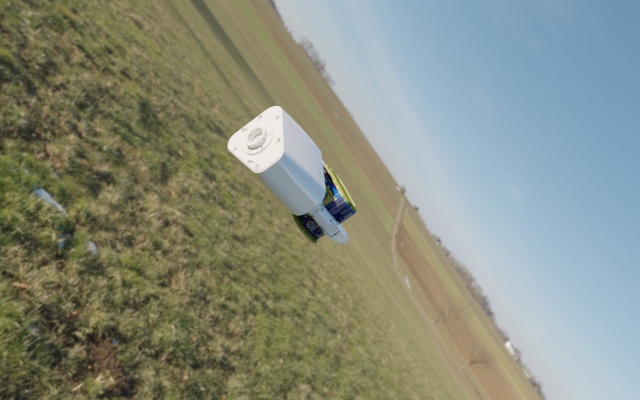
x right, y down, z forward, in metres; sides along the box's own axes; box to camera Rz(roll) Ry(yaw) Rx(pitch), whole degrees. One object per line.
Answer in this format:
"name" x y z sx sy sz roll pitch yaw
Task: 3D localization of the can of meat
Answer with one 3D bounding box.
"can of meat" 0.000 0.002 0.740 0.084 0.102 0.057 -35 -48 8
